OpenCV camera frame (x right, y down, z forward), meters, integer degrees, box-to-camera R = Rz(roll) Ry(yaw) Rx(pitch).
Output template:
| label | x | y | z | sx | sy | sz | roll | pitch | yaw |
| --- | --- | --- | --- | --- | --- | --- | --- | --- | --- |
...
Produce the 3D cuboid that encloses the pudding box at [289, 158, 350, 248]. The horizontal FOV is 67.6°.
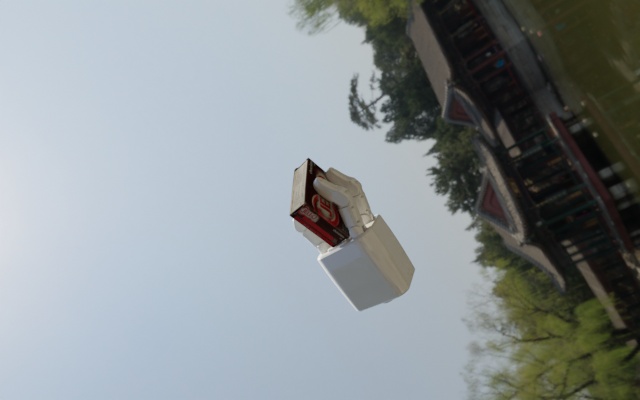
| label | x | y | z | sx | sy | sz | roll | pitch | yaw |
| --- | --- | --- | --- | --- | --- | --- | --- | --- | --- |
| pudding box | 0.000 | 0.002 | 0.711 | 0.039 | 0.113 | 0.090 | -37 | -60 | 25 |
